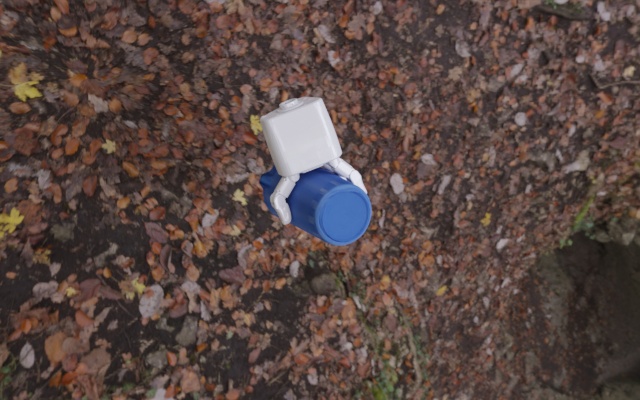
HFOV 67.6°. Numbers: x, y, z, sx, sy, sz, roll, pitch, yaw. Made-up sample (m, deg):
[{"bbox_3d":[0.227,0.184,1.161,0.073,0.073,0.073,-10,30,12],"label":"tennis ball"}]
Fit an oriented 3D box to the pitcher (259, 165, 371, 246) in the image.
[{"bbox_3d":[0.000,0.003,0.898,0.149,0.145,0.242,-27,23,-18],"label":"pitcher"}]
